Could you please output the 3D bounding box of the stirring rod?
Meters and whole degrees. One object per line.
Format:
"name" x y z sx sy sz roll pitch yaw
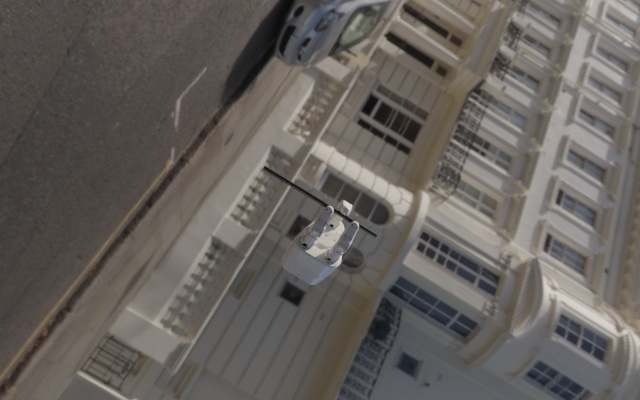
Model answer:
"stirring rod" 0.000 0.003 0.870 0.239 0.011 0.011 31 -3 -4
